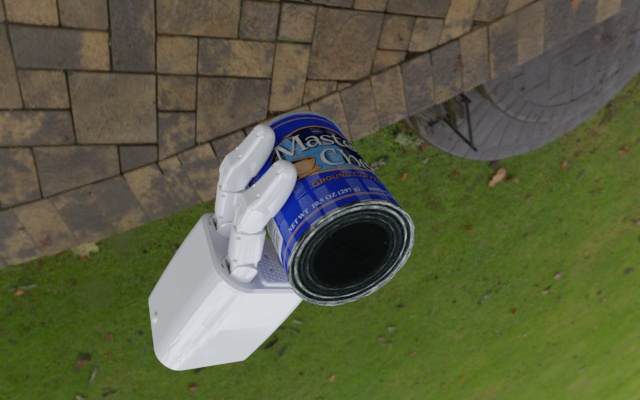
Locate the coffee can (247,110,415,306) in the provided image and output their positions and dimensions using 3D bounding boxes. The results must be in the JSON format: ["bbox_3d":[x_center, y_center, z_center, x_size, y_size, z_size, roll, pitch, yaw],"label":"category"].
[{"bbox_3d":[0.000,0.001,0.402,0.103,0.103,0.140,0,36,-26],"label":"coffee can"}]
